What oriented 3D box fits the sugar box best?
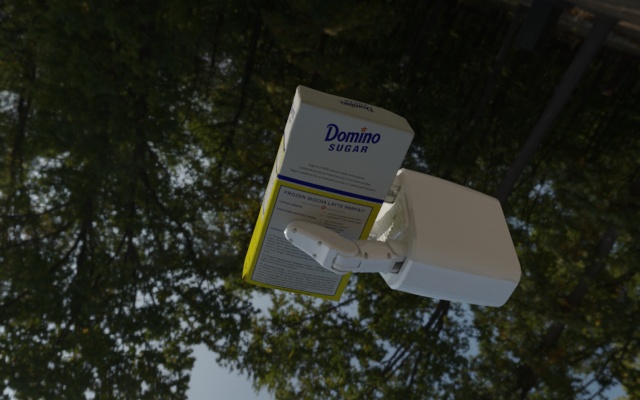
[{"bbox_3d":[0.000,0.001,0.404,0.093,0.176,0.048,14,27,-13],"label":"sugar box"}]
